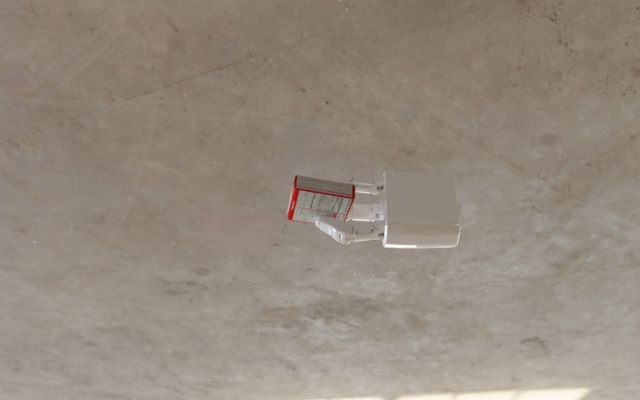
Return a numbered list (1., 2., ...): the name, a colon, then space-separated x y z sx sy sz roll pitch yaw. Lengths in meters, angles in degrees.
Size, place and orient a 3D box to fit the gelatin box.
1. gelatin box: 0.000 0.003 0.699 0.089 0.030 0.073 8 -40 -7
